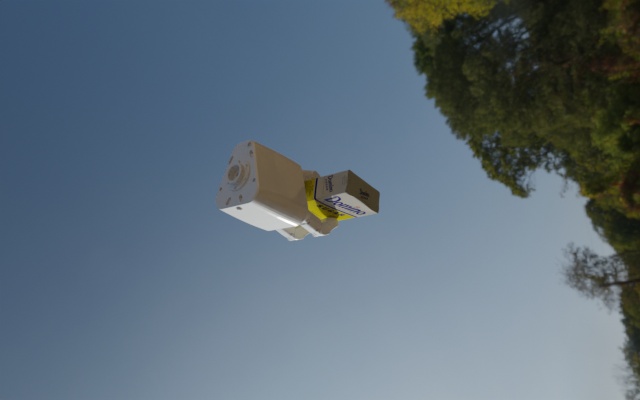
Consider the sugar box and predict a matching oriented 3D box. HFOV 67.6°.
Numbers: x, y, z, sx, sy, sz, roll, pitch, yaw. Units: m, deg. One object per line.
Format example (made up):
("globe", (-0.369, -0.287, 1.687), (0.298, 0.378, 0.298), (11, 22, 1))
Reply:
("sugar box", (0.000, 0.003, 0.796), (0.176, 0.048, 0.093), (-10, -29, 38))
